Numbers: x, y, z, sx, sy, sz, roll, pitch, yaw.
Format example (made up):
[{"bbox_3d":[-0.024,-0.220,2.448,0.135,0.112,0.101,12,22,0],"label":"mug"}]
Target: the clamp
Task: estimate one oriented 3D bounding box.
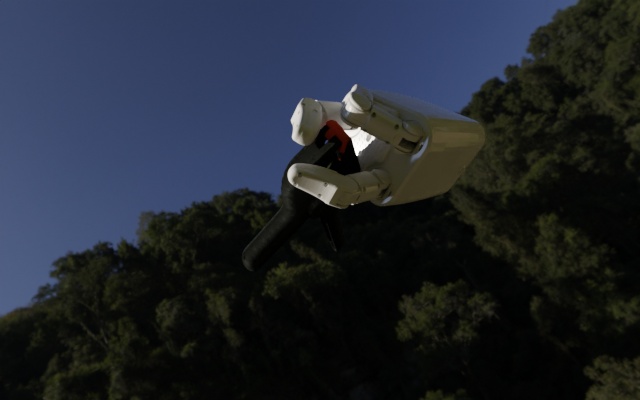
[{"bbox_3d":[0.000,0.001,0.470,0.120,0.171,0.039,-7,48,-43],"label":"clamp"}]
